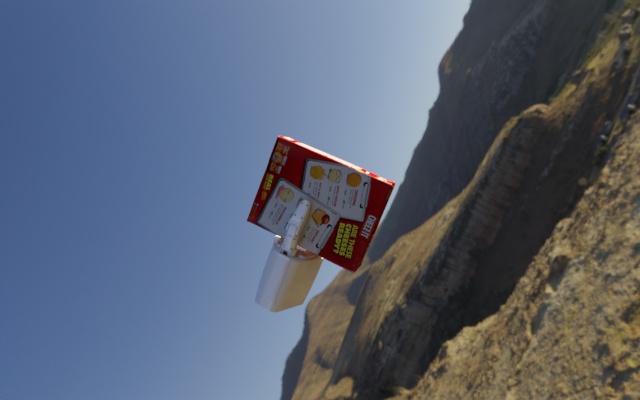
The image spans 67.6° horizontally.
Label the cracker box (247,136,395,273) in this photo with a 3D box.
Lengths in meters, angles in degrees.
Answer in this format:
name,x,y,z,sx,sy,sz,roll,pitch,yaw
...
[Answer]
name,x,y,z,sx,sy,sz,roll,pitch,yaw
cracker box,0.000,0.003,0.831,0.213,0.164,0.072,24,12,12
